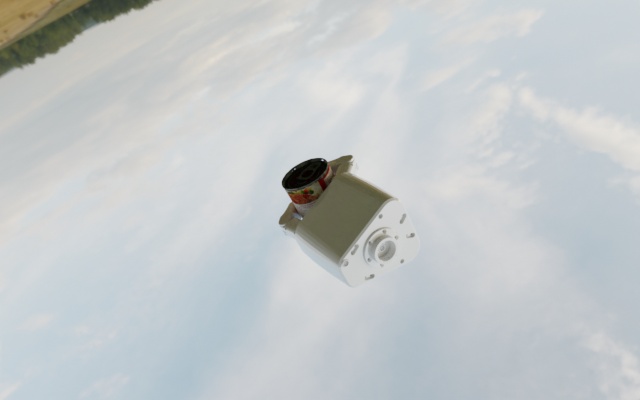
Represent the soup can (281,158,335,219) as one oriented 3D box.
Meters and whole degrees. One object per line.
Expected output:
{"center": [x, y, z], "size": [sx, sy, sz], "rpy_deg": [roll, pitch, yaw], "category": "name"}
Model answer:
{"center": [0.000, 0.002, 0.651], "size": [0.068, 0.102, 0.068], "rpy_deg": [-21, 31, 13], "category": "soup can"}
